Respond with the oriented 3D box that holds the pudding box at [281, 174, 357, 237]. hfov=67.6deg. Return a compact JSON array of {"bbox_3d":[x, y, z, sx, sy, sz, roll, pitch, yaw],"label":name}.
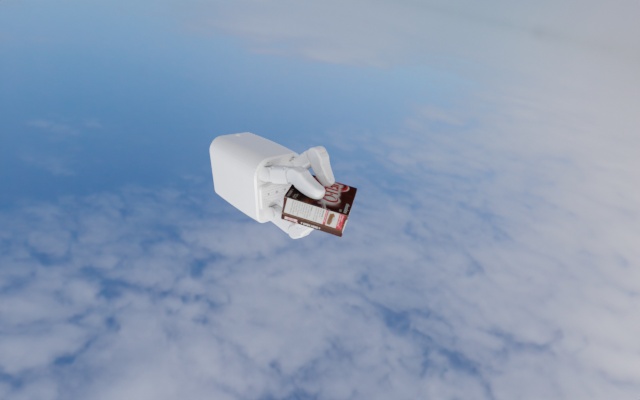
[{"bbox_3d":[0.000,0.002,0.674,0.090,0.039,0.113,16,25,4],"label":"pudding box"}]
